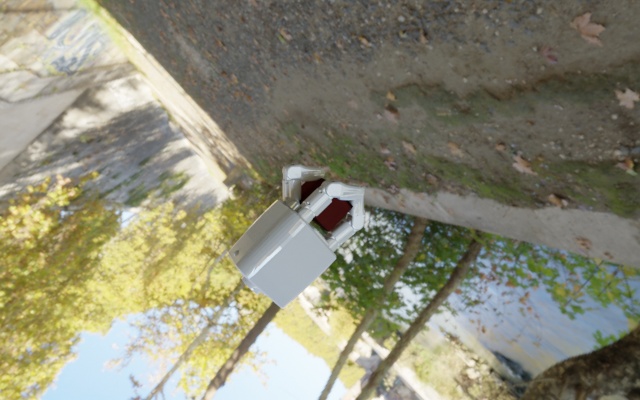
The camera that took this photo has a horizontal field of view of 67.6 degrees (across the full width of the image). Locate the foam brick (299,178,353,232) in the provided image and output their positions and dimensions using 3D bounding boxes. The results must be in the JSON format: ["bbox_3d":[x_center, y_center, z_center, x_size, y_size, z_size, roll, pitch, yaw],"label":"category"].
[{"bbox_3d":[0.000,0.002,0.694,0.053,0.051,0.078,47,-7,-22],"label":"foam brick"}]
